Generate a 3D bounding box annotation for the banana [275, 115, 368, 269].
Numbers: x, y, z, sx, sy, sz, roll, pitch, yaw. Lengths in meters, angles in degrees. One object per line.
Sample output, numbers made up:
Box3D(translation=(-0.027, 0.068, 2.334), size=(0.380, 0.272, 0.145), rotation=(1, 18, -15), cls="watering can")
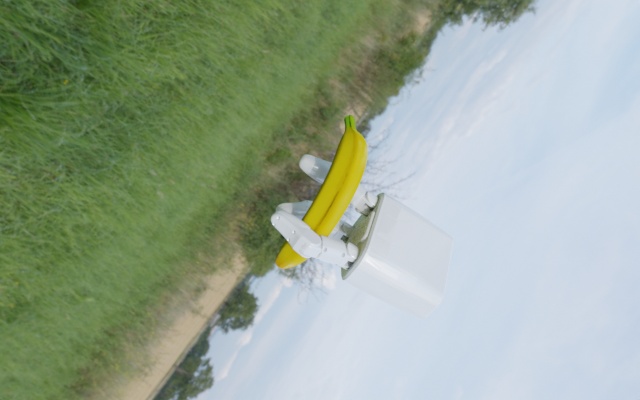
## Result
Box3D(translation=(0.005, 0.004, 0.530), size=(0.037, 0.198, 0.069), rotation=(25, 12, -16), cls="banana")
